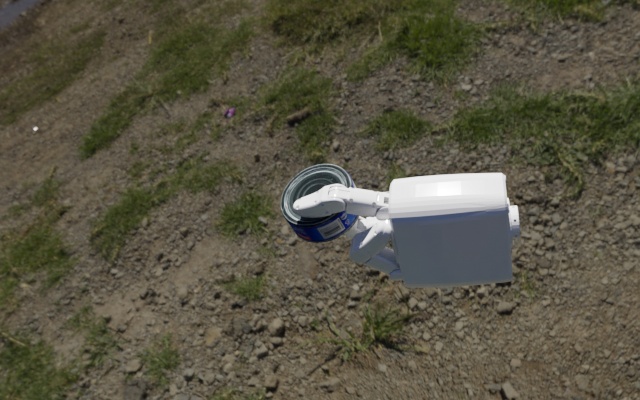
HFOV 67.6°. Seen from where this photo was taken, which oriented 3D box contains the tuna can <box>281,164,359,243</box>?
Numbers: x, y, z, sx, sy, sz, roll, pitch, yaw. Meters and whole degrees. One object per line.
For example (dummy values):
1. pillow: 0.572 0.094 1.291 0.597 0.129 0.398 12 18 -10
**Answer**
1. tuna can: 0.000 0.001 0.525 0.086 0.086 0.034 0 -35 27
